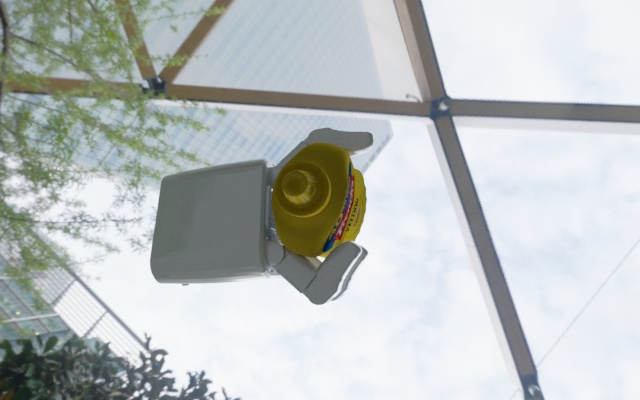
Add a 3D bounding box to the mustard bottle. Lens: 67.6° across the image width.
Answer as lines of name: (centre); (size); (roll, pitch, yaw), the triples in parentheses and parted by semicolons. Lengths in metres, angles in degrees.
mustard bottle: (0.000, 0.001, 0.416); (0.058, 0.096, 0.191); (18, -4, 14)
